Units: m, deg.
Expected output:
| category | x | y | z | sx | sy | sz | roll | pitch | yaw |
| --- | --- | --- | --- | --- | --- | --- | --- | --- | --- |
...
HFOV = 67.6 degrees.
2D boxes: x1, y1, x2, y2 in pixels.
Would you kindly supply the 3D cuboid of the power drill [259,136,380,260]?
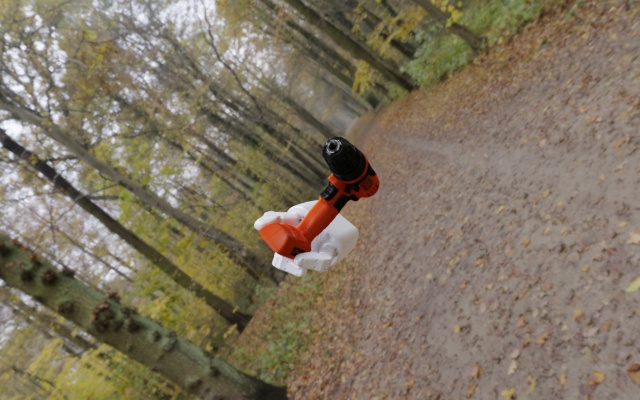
| category | x | y | z | sx | sy | sz | roll | pitch | yaw |
| --- | --- | --- | --- | --- | --- | --- | --- | --- | --- |
| power drill | 0.000 | 0.003 | 0.700 | 0.057 | 0.187 | 0.184 | 48 | 5 | 26 |
